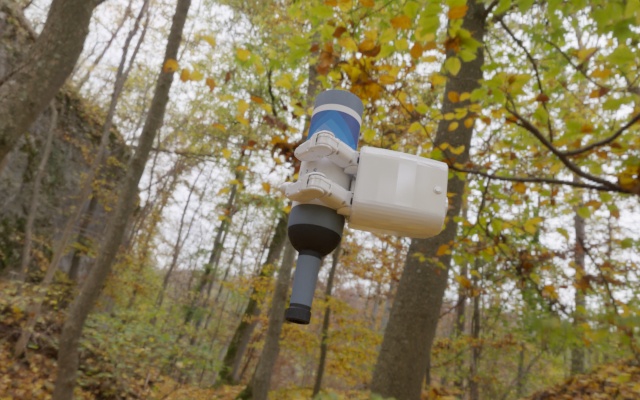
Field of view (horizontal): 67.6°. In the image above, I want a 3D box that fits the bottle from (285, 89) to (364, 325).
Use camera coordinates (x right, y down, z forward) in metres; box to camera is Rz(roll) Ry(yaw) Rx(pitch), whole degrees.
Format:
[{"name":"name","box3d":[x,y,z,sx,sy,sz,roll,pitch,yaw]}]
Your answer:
[{"name":"bottle","box3d":[0.000,0.002,0.585,0.069,0.295,0.069,9,-24,4]}]
